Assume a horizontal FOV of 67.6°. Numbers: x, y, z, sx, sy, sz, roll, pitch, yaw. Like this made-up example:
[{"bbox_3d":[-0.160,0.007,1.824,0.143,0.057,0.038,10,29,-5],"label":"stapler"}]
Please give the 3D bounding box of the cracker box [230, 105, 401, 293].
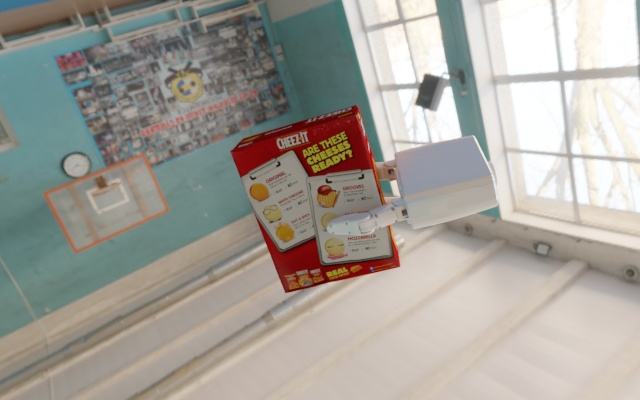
[{"bbox_3d":[0.000,0.002,0.631,0.164,0.214,0.072,-15,20,10],"label":"cracker box"}]
